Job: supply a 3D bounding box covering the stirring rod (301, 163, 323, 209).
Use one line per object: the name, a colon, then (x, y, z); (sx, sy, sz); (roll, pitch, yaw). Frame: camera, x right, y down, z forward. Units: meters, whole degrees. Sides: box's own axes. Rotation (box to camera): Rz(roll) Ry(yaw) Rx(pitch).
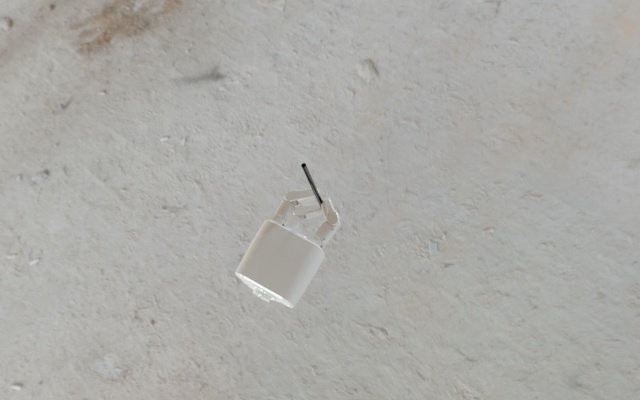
stirring rod: (0.000, 0.003, 0.839); (0.011, 0.011, 0.240); (0, -28, 14)
